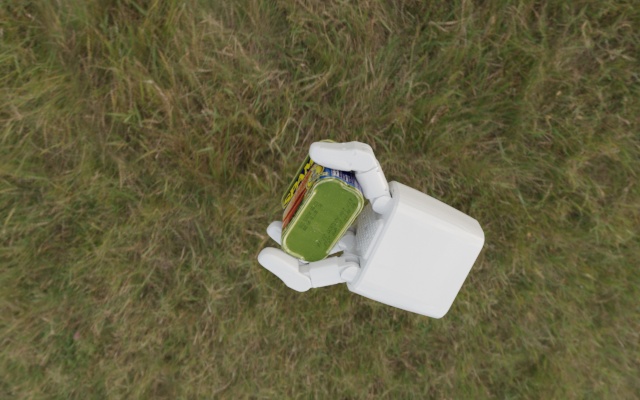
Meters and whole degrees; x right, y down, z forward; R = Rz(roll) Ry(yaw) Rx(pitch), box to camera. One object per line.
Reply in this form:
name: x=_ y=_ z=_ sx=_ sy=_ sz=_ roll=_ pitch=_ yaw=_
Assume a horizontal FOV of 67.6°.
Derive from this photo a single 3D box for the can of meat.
can of meat: x=0.000 y=0.002 z=0.488 sx=0.057 sy=0.102 sz=0.084 roll=25 pitch=27 yaw=-15
